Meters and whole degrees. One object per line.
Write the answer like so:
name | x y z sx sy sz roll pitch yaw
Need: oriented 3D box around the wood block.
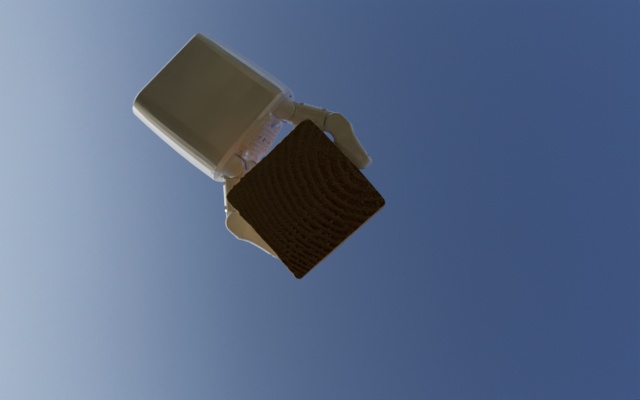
wood block | 0.000 0.001 0.457 0.091 0.090 0.206 -43 -6 5
